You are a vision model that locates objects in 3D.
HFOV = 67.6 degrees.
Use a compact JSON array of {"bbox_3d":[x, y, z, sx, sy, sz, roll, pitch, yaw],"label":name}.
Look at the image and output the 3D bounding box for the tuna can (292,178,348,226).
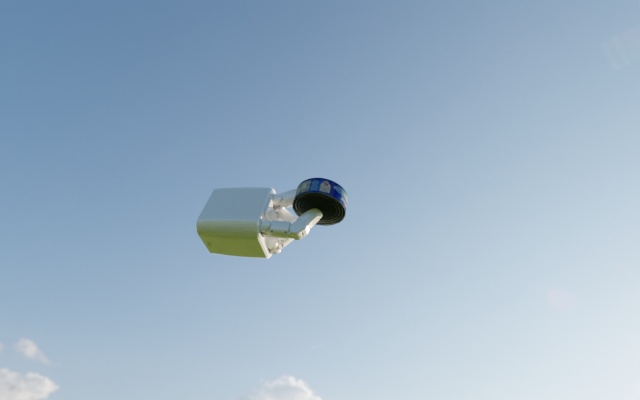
[{"bbox_3d":[0.000,0.002,0.762,0.086,0.033,0.086,8,-37,6],"label":"tuna can"}]
